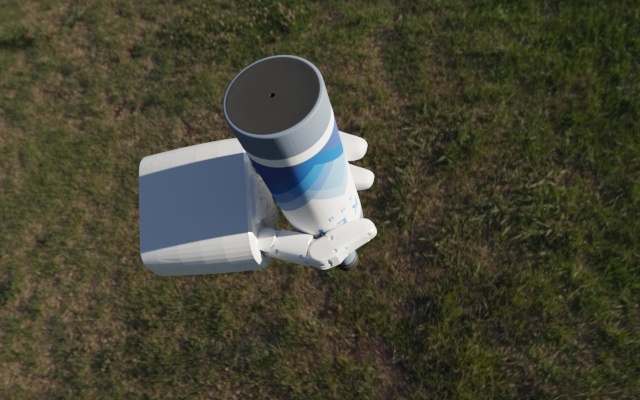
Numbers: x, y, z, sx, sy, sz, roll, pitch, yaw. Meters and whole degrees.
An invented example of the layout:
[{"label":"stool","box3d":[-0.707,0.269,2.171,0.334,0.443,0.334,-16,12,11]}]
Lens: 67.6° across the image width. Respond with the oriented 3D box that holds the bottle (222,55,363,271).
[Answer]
[{"label":"bottle","box3d":[0.000,0.001,0.425,0.069,0.069,0.296,0,-27,13]}]
